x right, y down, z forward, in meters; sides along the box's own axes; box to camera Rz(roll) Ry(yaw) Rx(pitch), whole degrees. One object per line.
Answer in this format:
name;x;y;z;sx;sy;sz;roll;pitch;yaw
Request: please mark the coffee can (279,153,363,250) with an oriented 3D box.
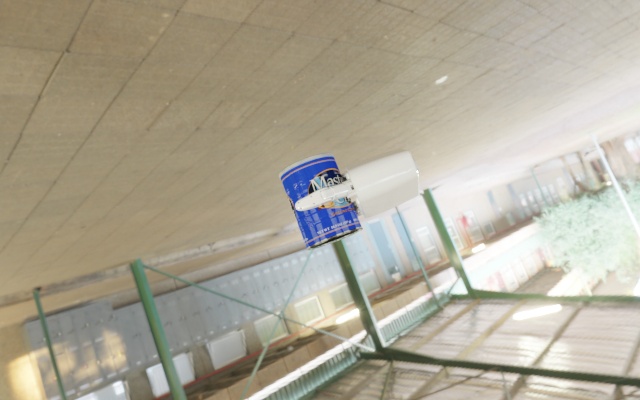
coffee can;0.000;0.003;0.822;0.103;0.140;0.103;-21;-9;-3
